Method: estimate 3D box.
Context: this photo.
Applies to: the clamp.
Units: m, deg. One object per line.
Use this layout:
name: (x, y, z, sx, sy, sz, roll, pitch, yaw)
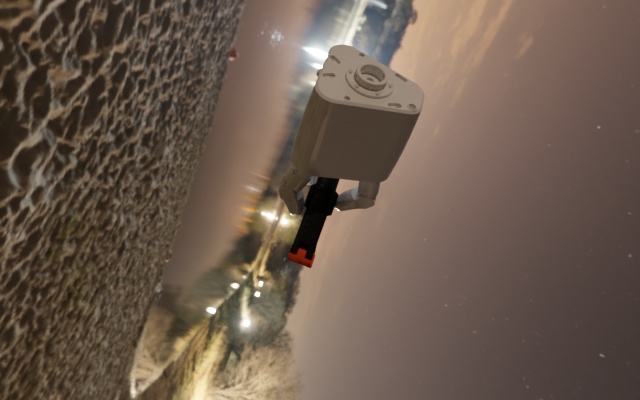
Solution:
clamp: (0.001, 0.002, 0.596, 0.036, 0.209, 0.165, 19, -38, 0)
